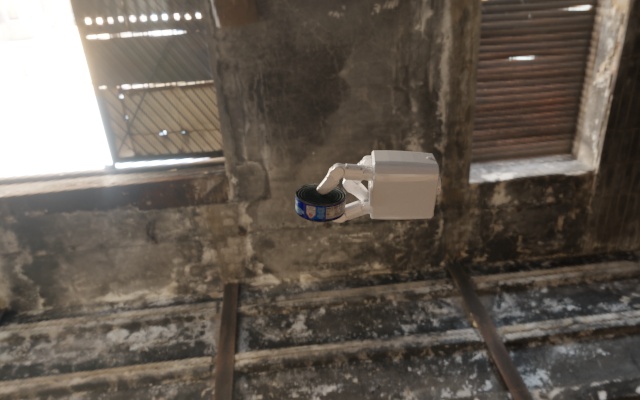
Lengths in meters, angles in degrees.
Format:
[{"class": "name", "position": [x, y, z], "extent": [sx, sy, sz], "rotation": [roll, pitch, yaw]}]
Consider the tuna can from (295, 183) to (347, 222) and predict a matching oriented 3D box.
[{"class": "tuna can", "position": [0.000, 0.003, 0.804], "extent": [0.086, 0.034, 0.086], "rotation": [2, 26, -1]}]
